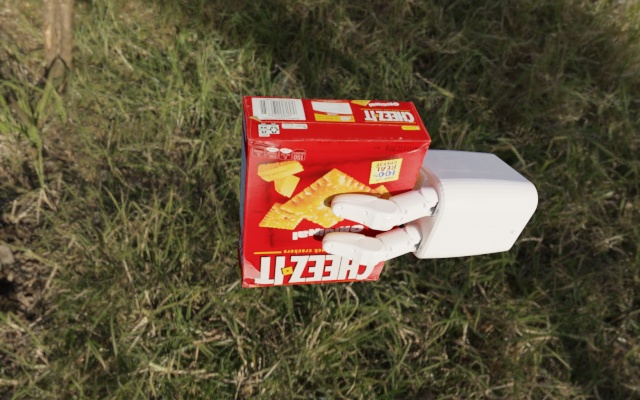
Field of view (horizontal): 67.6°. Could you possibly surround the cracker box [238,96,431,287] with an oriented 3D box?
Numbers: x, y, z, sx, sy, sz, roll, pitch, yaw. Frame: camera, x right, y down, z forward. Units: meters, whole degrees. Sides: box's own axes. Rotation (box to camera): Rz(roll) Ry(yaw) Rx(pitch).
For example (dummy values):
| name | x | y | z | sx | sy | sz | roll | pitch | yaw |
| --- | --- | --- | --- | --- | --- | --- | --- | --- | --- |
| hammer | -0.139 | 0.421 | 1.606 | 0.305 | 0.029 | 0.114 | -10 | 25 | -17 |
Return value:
| name | x | y | z | sx | sy | sz | roll | pitch | yaw |
| --- | --- | --- | --- | --- | --- | --- | --- | --- | --- |
| cracker box | 0.000 | 0.001 | 0.494 | 0.164 | 0.214 | 0.072 | -1 | 45 | -12 |
